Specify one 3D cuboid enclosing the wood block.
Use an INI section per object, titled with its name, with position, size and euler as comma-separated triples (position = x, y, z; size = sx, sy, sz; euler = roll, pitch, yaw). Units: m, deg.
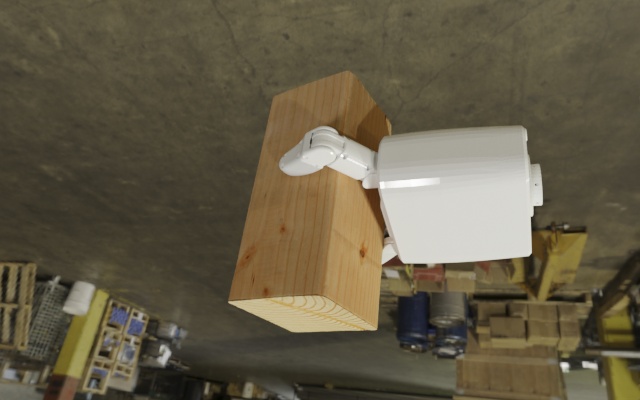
[wood block]
position = 0.000, 0.001, 0.424
size = 0.090, 0.206, 0.091
euler = -11, -33, 31
